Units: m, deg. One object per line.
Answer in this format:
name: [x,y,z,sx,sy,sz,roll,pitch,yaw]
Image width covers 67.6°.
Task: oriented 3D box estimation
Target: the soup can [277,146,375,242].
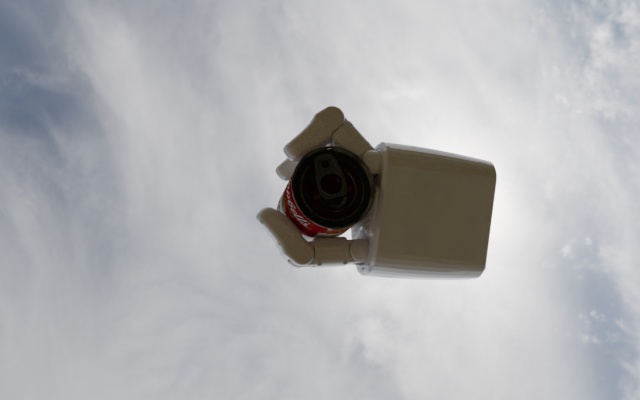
soup can: [0.000,0.002,0.422,0.068,0.068,0.102,0,-14,-13]
